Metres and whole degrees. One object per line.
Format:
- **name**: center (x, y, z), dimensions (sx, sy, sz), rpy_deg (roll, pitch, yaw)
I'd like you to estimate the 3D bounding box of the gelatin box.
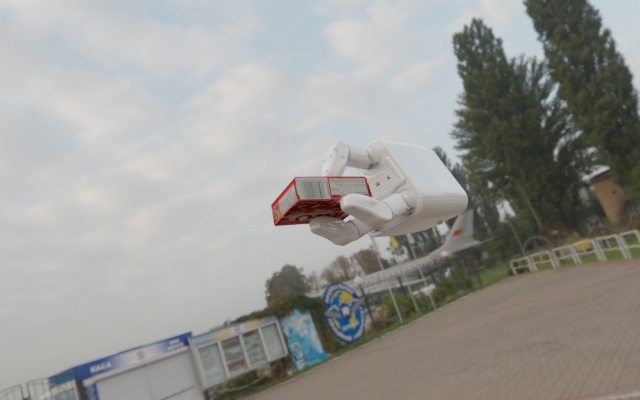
- **gelatin box**: center (0.000, 0.001, 0.522), dimensions (0.089, 0.030, 0.073), rpy_deg (-2, -22, -28)
